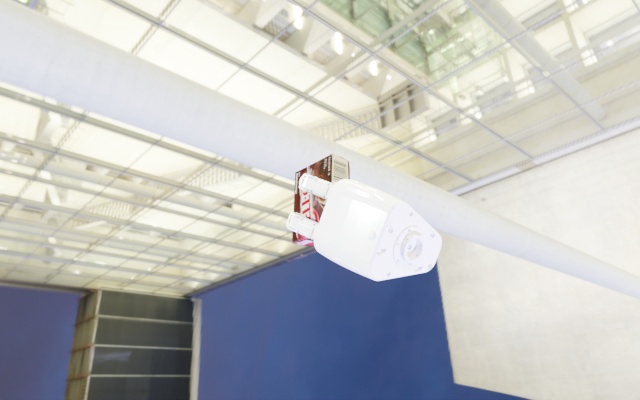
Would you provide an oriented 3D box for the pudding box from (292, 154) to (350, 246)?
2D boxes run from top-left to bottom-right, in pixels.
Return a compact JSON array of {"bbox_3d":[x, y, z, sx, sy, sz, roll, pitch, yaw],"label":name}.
[{"bbox_3d":[0.000,0.002,0.675,0.039,0.113,0.090,18,-25,-35],"label":"pudding box"}]
